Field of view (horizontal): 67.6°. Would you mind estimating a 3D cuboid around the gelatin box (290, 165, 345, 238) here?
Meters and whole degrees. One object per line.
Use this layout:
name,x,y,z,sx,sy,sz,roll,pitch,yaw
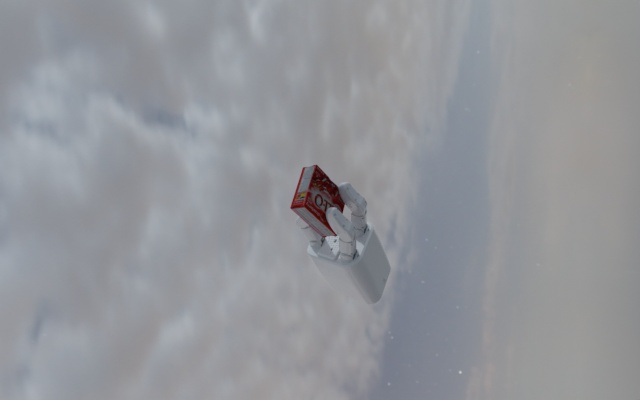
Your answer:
gelatin box,0.000,0.002,0.707,0.030,0.073,0.089,-9,-38,37
